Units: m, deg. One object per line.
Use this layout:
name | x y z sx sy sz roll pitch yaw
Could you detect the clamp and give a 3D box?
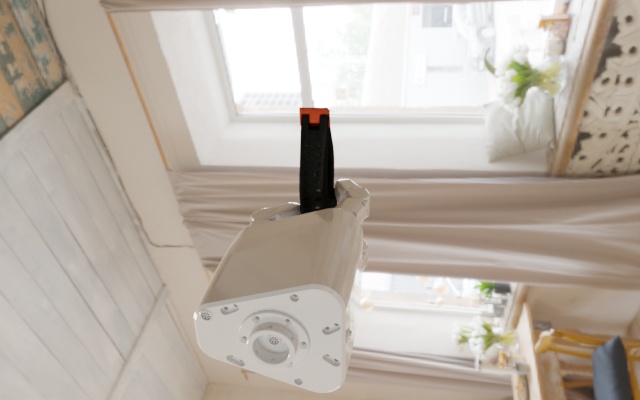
clamp | -0.001 0.001 0.498 0.036 0.210 0.164 1 25 7
